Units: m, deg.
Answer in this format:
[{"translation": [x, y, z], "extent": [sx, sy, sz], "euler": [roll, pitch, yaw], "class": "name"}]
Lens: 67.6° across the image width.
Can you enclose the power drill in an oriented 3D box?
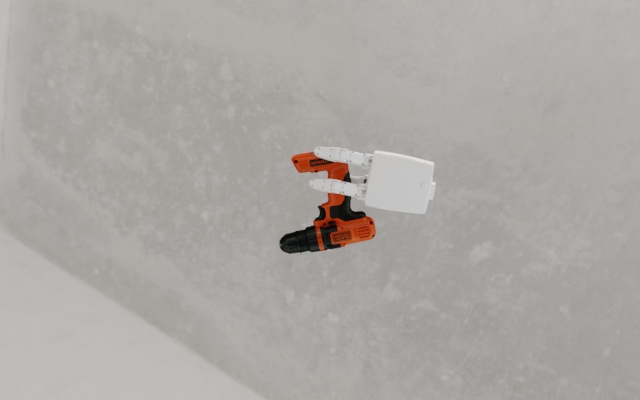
[{"translation": [0.000, 0.002, 0.889], "extent": [0.184, 0.188, 0.057], "euler": [-11, 14, -1], "class": "power drill"}]
